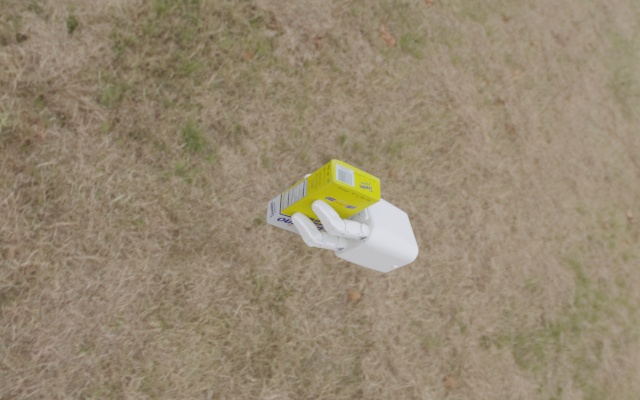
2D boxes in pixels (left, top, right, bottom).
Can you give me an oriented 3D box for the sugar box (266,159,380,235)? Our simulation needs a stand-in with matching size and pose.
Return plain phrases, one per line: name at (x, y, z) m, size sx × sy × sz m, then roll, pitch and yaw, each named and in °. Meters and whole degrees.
sugar box at (0.000, 0.003, 0.749) m, size 0.093 × 0.048 × 0.176 m, roll 21°, pitch -37°, yaw -31°
